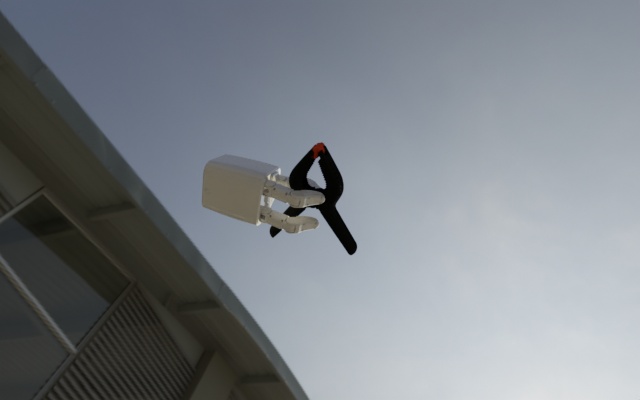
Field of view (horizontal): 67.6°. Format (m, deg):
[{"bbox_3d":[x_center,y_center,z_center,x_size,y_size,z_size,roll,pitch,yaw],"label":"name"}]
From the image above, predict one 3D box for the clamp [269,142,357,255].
[{"bbox_3d":[0.000,0.002,0.824,0.164,0.210,0.036,17,34,7],"label":"clamp"}]
